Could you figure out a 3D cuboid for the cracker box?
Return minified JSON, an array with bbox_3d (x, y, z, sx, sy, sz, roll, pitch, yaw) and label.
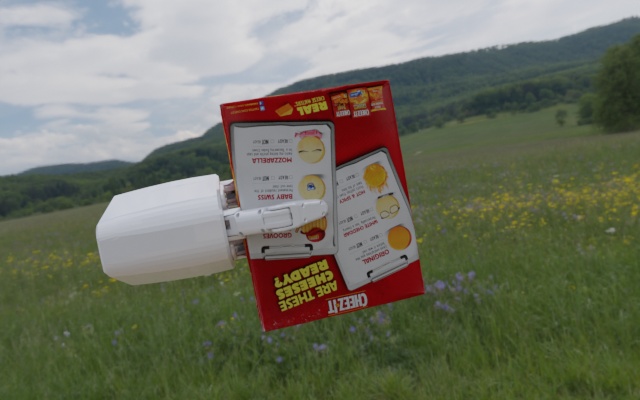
[{"bbox_3d":[0.000,0.001,0.476,0.164,0.214,0.072,-11,4,-10],"label":"cracker box"}]
